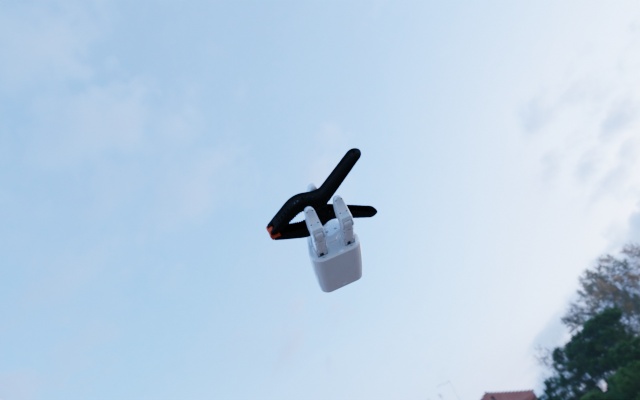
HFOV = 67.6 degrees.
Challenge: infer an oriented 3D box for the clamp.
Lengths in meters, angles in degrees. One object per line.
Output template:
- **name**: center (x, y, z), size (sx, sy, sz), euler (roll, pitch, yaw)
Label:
- **clamp**: center (-0.001, 0.003, 0.844), size (0.210, 0.165, 0.036), euler (-23, 42, -11)
